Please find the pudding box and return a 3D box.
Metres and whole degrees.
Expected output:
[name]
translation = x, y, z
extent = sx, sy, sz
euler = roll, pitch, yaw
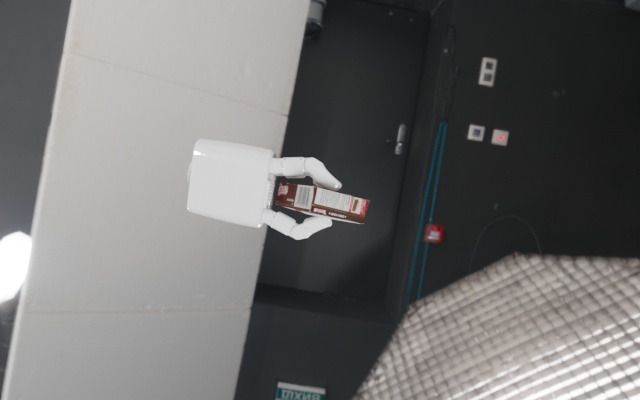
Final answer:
[pudding box]
translation = 0.000, 0.002, 0.675
extent = 0.090, 0.039, 0.113
euler = 12, 1, -29
